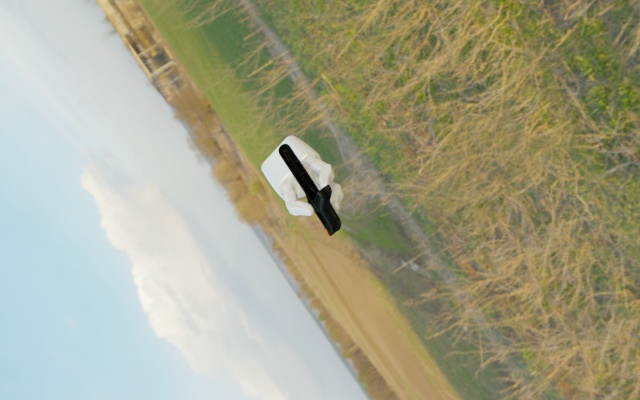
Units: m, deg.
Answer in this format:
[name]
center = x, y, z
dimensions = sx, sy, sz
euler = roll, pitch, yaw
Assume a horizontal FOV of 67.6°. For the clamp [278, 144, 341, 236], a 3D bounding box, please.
[clamp]
center = 0.000, 0.004, 0.895
dimensions = 0.036, 0.210, 0.164
euler = -35, 40, -8
